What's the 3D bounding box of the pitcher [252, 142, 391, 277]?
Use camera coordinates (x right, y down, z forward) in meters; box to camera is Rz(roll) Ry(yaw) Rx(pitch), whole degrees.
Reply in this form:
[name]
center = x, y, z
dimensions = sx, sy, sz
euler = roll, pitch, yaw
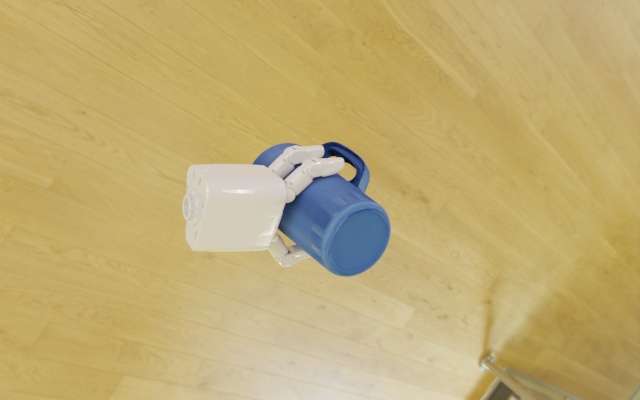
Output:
[pitcher]
center = 0.000, 0.002, 0.701
dimensions = 0.145, 0.149, 0.242
euler = 1, 21, -31
